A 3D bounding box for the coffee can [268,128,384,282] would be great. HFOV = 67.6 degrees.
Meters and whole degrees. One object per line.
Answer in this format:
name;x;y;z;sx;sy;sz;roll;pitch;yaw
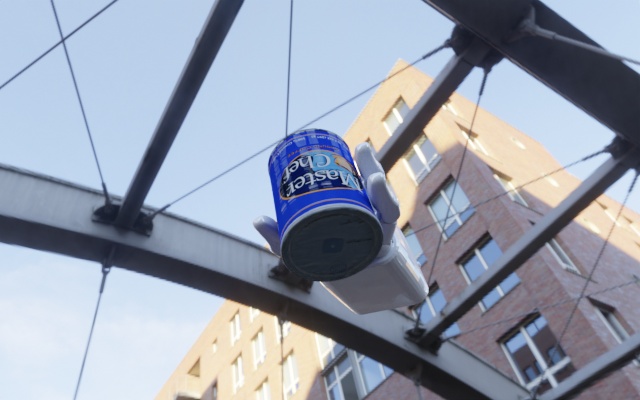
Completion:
coffee can;0.000;0.002;0.518;0.103;0.103;0.140;0;40;-13
